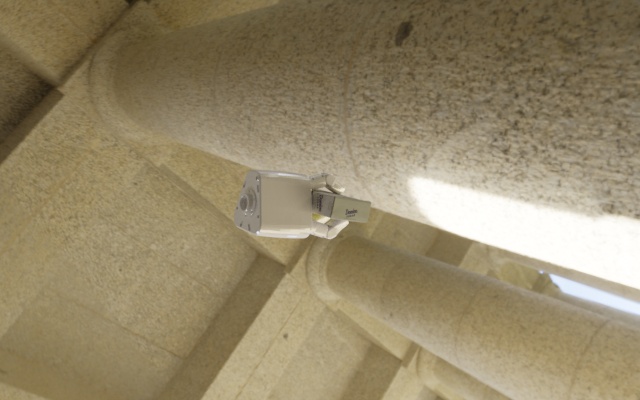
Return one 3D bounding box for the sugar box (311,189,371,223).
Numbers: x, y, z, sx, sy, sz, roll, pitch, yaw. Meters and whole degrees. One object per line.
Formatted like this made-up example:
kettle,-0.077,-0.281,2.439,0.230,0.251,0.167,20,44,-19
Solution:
sugar box,0.000,0.003,0.899,0.093,0.048,0.176,8,7,-40
